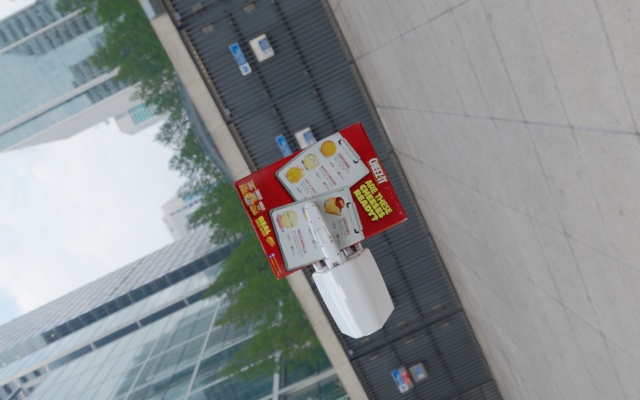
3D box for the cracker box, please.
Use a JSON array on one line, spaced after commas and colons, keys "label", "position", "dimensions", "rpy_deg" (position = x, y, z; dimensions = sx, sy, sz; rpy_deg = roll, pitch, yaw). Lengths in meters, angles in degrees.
[{"label": "cracker box", "position": [0.000, 0.002, 0.735], "dimensions": [0.214, 0.164, 0.072], "rpy_deg": [-26, -5, 3]}]
